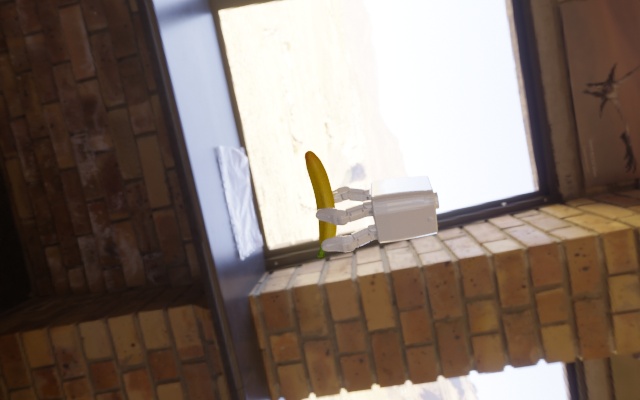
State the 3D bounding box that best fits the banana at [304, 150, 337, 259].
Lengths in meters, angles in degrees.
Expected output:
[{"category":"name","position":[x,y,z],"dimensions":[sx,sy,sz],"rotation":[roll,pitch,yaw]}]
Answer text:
[{"category":"banana","position":[0.004,0.002,0.872],"dimensions":[0.037,0.198,0.069],"rotation":[-6,13,13]}]
